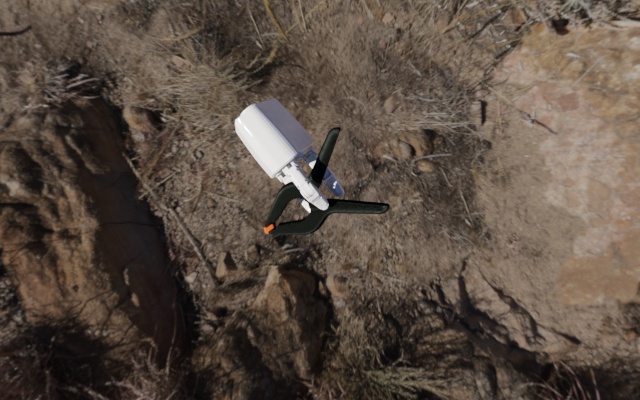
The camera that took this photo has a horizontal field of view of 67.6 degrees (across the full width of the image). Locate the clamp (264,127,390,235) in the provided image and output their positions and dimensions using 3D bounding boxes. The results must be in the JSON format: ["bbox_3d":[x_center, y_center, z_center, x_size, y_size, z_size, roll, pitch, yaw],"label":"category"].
[{"bbox_3d":[-0.001,0.003,0.807,0.210,0.164,0.036,-39,3,10],"label":"clamp"}]
